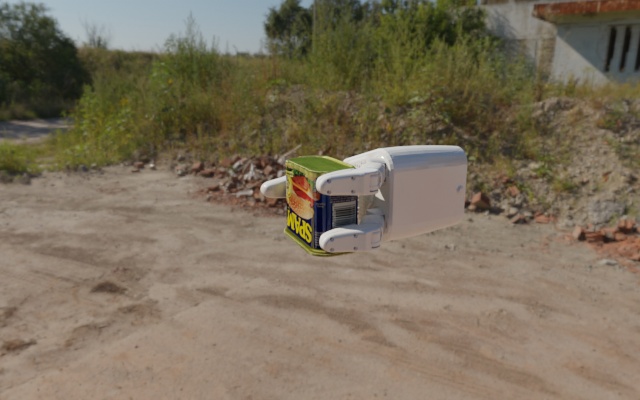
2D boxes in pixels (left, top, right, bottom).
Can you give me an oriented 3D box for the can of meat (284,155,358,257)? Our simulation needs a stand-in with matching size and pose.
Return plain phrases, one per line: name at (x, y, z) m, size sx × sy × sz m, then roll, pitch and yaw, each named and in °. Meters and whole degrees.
can of meat at (0.000, 0.001, 0.497) m, size 0.057 × 0.084 × 0.102 m, roll -6°, pitch 16°, yaw -23°
